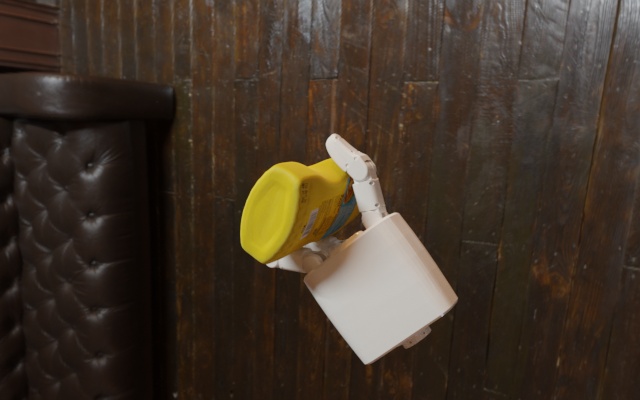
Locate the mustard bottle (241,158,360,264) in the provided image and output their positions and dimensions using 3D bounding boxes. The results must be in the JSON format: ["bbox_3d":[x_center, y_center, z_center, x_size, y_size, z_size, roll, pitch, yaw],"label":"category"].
[{"bbox_3d":[0.000,0.001,0.510,0.058,0.096,0.191,32,22,23],"label":"mustard bottle"}]
